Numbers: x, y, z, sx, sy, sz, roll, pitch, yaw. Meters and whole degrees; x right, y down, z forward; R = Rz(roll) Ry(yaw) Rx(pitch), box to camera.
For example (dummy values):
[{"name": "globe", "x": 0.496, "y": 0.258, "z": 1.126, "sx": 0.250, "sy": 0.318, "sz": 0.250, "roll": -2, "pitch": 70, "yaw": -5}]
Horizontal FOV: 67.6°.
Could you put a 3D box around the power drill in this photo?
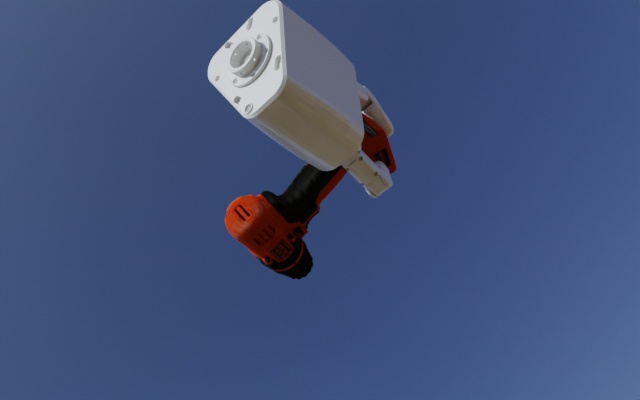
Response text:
[{"name": "power drill", "x": 0.000, "y": 0.001, "z": 0.529, "sx": 0.057, "sy": 0.187, "sz": 0.184, "roll": 41, "pitch": -7, "yaw": 26}]
